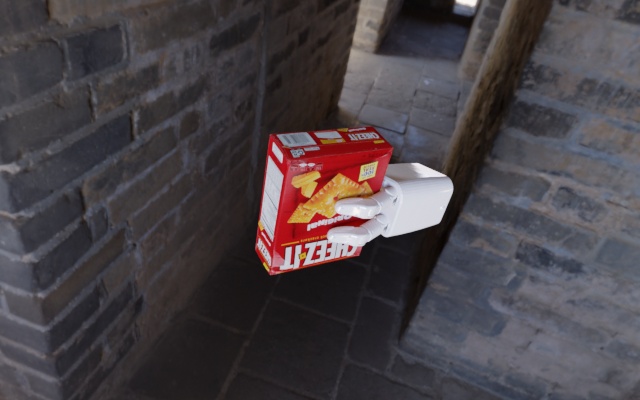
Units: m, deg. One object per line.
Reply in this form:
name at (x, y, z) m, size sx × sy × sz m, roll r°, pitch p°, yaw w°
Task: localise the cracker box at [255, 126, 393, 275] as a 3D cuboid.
cracker box at (0.000, 0.002, 0.708) m, size 0.164 × 0.214 × 0.072 m, roll -9°, pitch 41°, yaw -26°
